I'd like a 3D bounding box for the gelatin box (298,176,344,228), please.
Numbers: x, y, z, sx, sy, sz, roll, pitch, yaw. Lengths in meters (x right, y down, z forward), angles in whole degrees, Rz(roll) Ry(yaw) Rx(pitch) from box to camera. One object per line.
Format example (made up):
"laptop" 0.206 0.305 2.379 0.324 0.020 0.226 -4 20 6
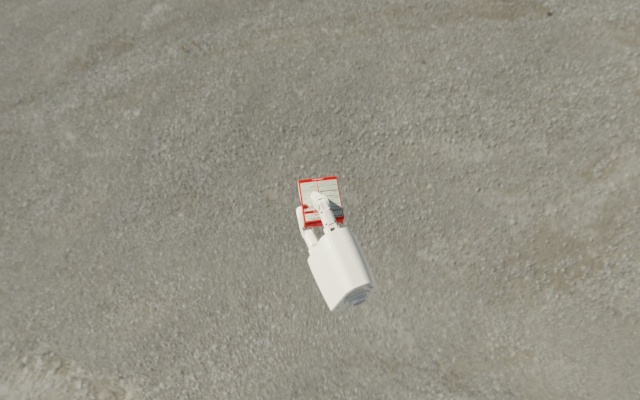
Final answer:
"gelatin box" 0.000 0.002 0.875 0.073 0.089 0.030 -7 -23 -5
